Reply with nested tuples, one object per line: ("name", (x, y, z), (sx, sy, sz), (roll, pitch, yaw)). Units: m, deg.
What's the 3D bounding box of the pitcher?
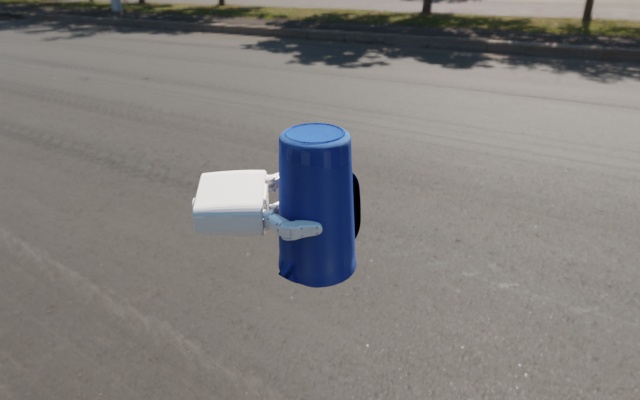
("pitcher", (0.000, 0.003, 0.768), (0.145, 0.243, 0.149), (-1, 27, -1))
